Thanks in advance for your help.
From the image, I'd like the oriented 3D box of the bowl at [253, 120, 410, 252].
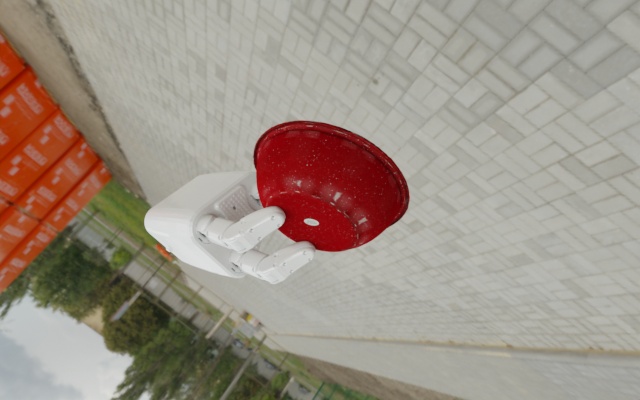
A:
[{"bbox_3d":[0.001,0.002,0.456,0.162,0.055,0.162,16,-35,11],"label":"bowl"}]
